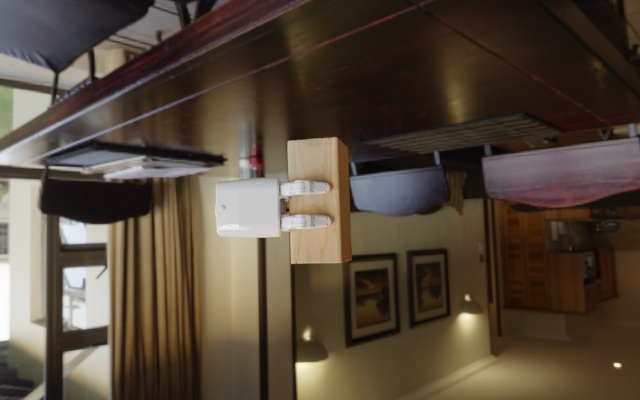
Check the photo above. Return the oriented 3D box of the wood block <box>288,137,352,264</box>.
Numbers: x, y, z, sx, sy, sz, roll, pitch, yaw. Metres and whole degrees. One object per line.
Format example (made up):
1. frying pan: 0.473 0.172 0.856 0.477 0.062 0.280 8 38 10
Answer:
1. wood block: 0.000 0.003 0.828 0.090 0.206 0.091 -3 -4 14
